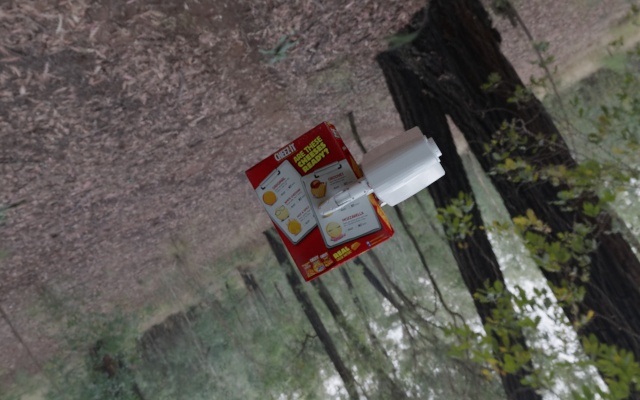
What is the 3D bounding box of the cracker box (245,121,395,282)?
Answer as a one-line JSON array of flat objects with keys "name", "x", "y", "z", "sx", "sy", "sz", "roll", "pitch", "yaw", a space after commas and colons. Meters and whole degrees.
[{"name": "cracker box", "x": 0.000, "y": 0.003, "z": 0.799, "sx": 0.164, "sy": 0.213, "sz": 0.072, "roll": -30, "pitch": -4, "yaw": 14}]
